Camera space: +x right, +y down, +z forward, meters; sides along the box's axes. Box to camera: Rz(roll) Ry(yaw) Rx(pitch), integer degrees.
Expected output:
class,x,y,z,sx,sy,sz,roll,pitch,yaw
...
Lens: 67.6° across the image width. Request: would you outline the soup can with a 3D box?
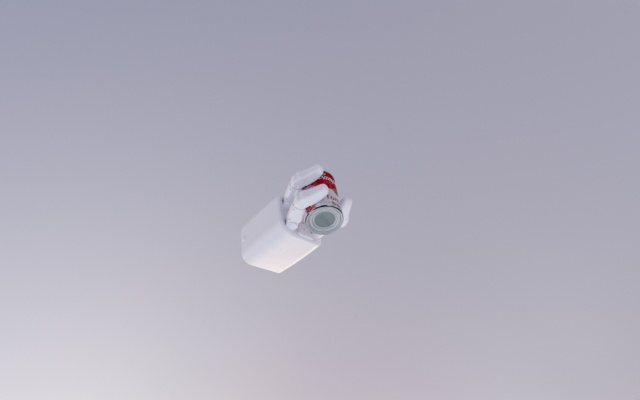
class,x,y,z,sx,sy,sz,roll,pitch,yaw
soup can,0.001,0.003,0.841,0.068,0.069,0.102,0,39,-10
